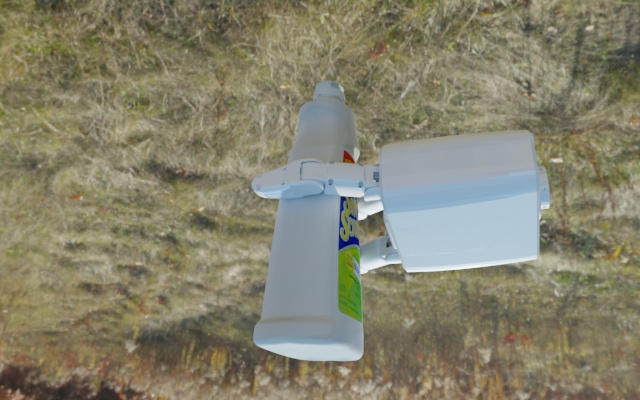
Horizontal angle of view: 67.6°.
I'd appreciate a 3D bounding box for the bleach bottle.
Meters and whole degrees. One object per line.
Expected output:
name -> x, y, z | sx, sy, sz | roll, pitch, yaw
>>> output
bleach bottle -> 0.000, 0.001, 0.409 | 0.068, 0.250, 0.103 | -6, -26, 19
